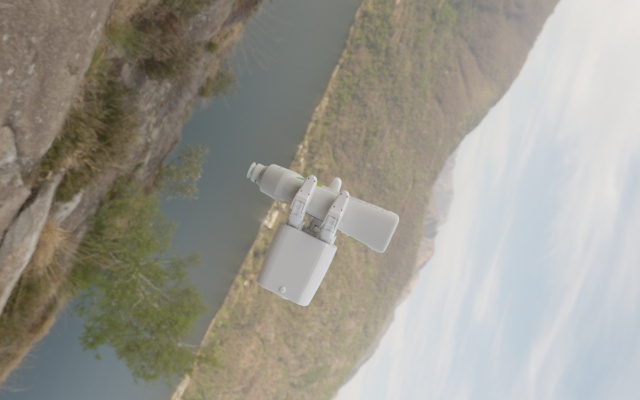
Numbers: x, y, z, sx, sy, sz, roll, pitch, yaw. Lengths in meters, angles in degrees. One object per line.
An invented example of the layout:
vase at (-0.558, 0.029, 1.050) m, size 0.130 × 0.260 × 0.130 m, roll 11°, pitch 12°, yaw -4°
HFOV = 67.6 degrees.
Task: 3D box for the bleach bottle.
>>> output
bleach bottle at (0.000, 0.003, 0.779) m, size 0.251 × 0.068 × 0.102 m, roll 25°, pitch 2°, yaw 6°
